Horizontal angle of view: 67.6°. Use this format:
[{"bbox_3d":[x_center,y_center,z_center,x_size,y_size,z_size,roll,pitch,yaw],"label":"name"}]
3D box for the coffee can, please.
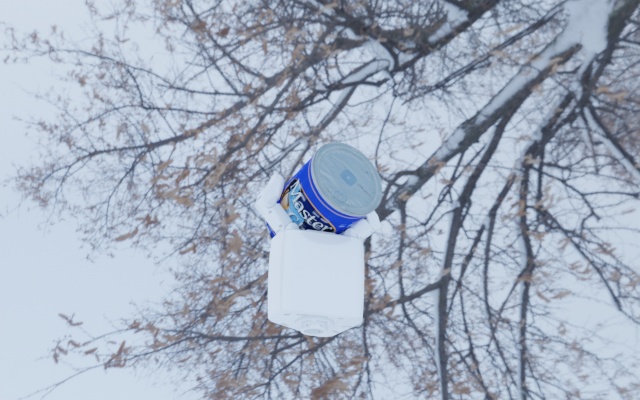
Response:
[{"bbox_3d":[0.000,0.002,0.640,0.103,0.102,0.140,0,-26,-35],"label":"coffee can"}]
